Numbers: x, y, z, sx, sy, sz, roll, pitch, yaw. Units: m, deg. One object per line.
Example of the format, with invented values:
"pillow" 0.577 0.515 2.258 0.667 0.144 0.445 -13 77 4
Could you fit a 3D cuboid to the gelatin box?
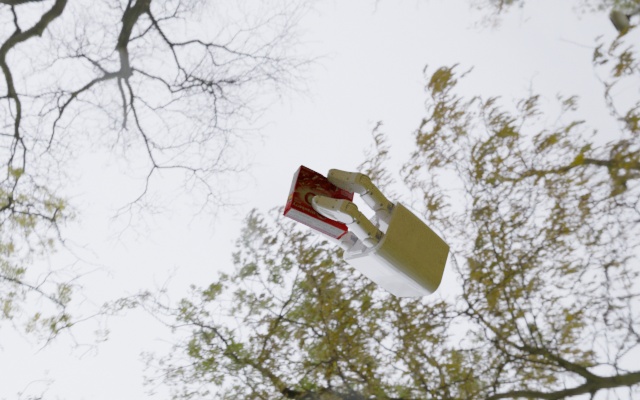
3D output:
"gelatin box" 0.000 0.002 0.648 0.089 0.073 0.030 24 -37 -16
